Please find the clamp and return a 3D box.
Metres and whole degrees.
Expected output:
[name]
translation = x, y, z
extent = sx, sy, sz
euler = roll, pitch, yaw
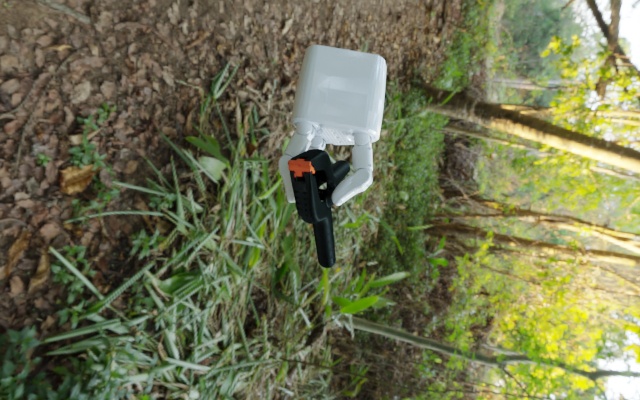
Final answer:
[clamp]
translation = 0.001, 0.002, 0.627
extent = 0.036, 0.164, 0.210
euler = 4, -10, 16
